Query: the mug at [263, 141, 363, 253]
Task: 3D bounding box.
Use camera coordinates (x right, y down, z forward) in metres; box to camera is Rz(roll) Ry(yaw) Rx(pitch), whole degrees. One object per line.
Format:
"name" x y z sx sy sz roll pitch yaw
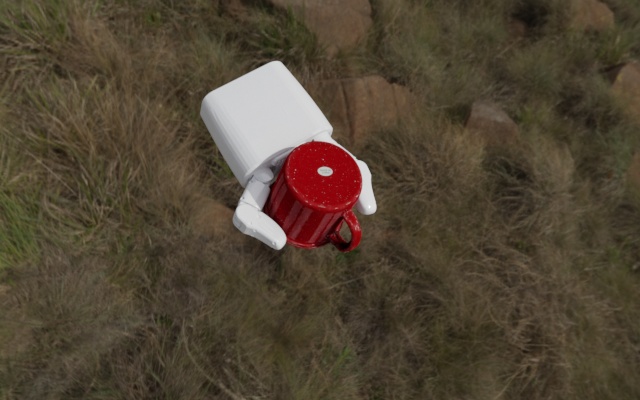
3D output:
"mug" 0.001 0.003 0.491 0.093 0.117 0.081 -28 -16 -29
